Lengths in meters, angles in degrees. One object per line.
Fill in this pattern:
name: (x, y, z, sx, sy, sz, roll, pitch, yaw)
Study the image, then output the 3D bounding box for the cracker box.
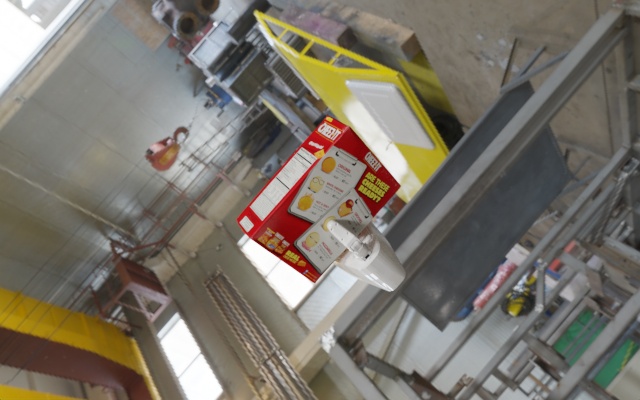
cracker box: (0.000, 0.003, 0.741, 0.164, 0.213, 0.072, 42, -1, -41)
